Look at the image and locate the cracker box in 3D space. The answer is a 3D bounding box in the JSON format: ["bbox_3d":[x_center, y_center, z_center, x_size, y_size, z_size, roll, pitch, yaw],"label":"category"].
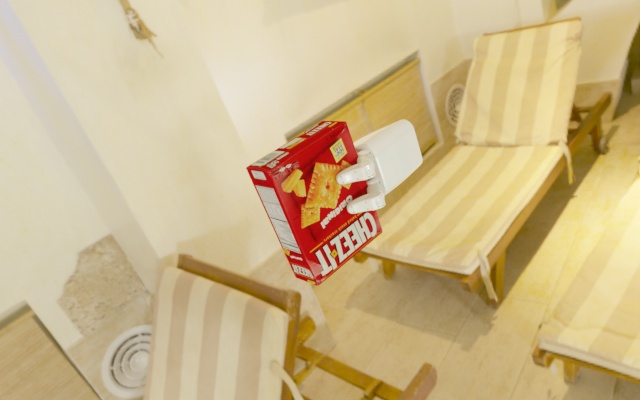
[{"bbox_3d":[0.000,0.002,0.769,0.164,0.214,0.072,-35,28,-28],"label":"cracker box"}]
